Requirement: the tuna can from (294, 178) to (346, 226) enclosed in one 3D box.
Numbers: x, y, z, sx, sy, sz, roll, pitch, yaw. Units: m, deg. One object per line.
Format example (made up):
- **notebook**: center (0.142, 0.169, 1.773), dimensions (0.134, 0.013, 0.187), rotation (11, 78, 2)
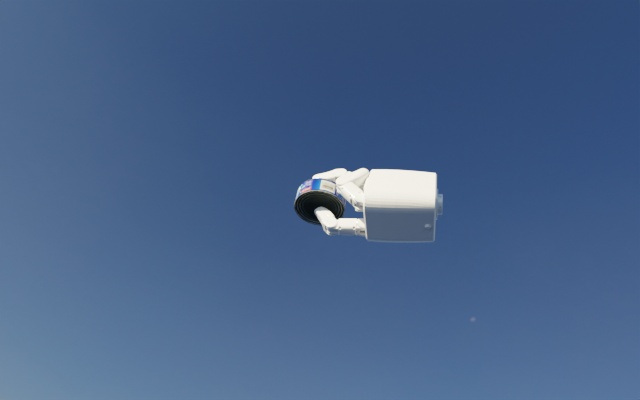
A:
- **tuna can**: center (0.000, 0.002, 0.809), dimensions (0.086, 0.033, 0.086), rotation (6, -43, 5)
